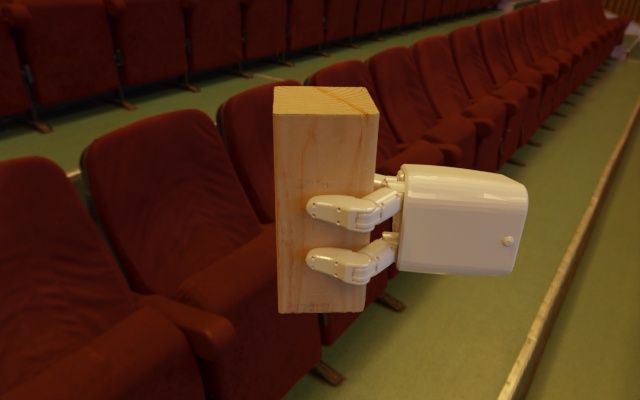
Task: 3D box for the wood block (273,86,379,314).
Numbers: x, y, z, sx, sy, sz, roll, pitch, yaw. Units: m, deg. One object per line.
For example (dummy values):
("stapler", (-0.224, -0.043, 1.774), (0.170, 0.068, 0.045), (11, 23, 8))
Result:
("wood block", (0.000, 0.001, 0.469), (0.090, 0.206, 0.090), (0, 28, -3))
